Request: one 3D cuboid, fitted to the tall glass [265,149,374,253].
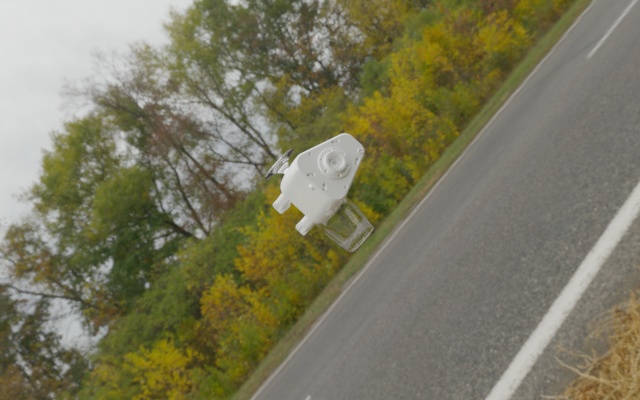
[{"bbox_3d":[0.000,0.002,0.840,0.201,0.079,0.079,43,2,2],"label":"tall glass"}]
